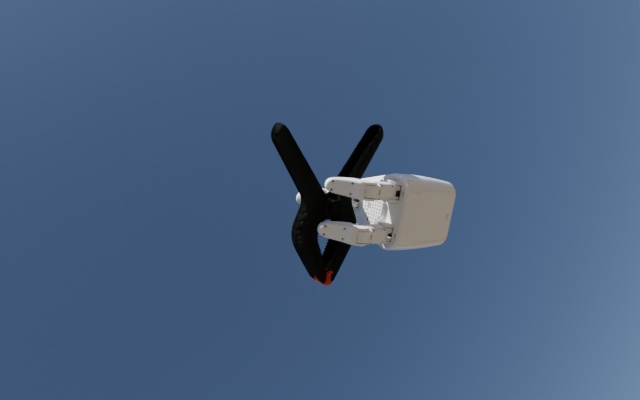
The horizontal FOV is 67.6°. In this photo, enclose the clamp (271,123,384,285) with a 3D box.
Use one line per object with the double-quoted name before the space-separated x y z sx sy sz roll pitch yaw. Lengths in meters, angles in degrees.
"clamp" 0.000 0.002 0.585 0.164 0.210 0.036 2 11 -38
